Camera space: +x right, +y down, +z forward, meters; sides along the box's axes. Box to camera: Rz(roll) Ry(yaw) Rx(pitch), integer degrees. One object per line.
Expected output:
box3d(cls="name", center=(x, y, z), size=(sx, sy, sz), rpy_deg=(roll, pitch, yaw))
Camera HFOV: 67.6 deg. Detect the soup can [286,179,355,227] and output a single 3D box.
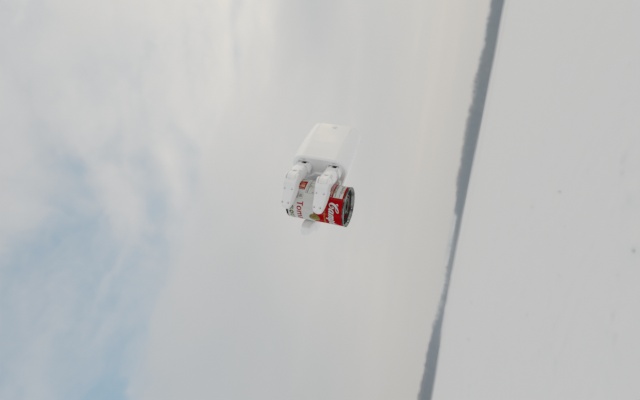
box3d(cls="soup can", center=(0.000, 0.003, 0.805), size=(0.102, 0.068, 0.068), rpy_deg=(10, 3, 16))
